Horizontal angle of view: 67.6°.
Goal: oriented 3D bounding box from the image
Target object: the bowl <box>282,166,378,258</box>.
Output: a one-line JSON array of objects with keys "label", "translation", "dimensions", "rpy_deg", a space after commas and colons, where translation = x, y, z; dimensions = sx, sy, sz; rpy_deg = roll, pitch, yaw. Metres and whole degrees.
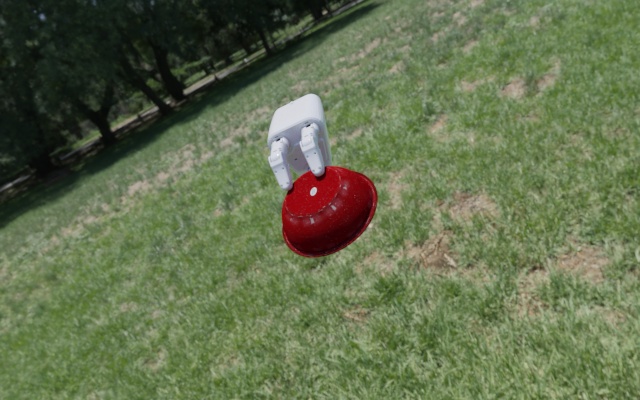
[{"label": "bowl", "translation": [0.000, 0.003, 0.705], "dimensions": [0.162, 0.162, 0.055], "rpy_deg": [0, -36, 35]}]
